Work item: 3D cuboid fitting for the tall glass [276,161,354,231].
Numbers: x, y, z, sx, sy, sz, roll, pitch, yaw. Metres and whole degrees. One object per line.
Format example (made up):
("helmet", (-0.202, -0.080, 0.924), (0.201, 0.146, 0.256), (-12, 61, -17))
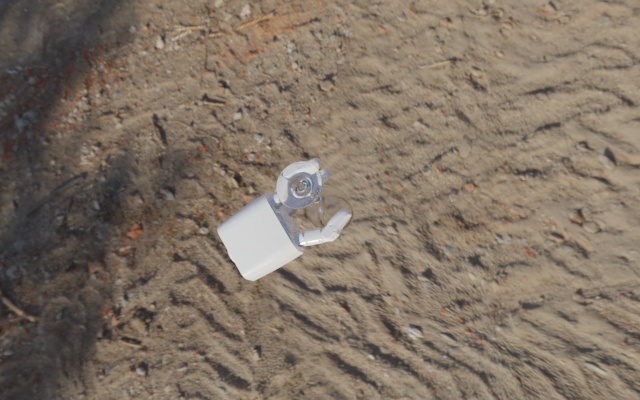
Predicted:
("tall glass", (0.000, 0.002, 0.798), (0.079, 0.079, 0.201), (0, -15, 20))
